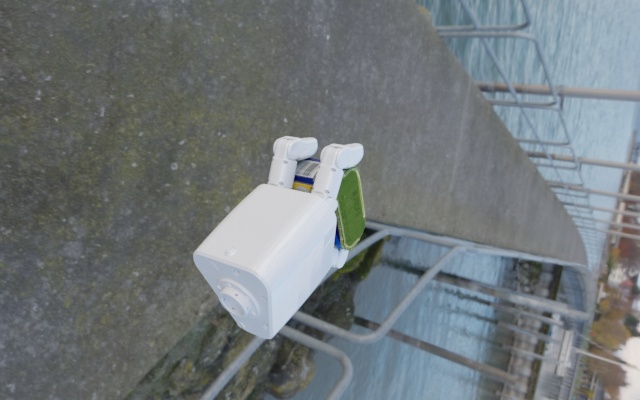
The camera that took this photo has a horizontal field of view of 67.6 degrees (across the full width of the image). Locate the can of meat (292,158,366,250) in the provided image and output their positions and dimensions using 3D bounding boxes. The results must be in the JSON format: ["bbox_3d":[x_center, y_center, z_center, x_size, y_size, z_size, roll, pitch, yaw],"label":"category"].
[{"bbox_3d":[0.000,0.002,0.537,0.084,0.102,0.057,13,41,32],"label":"can of meat"}]
